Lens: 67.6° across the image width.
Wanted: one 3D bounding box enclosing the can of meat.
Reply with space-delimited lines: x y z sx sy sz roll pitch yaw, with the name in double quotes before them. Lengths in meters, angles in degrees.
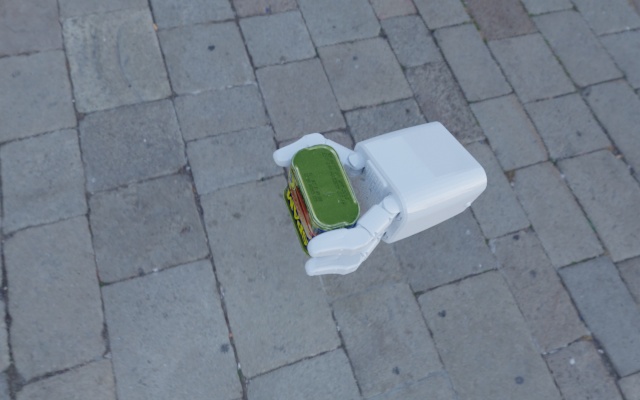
"can of meat" 0.000 0.001 0.518 0.057 0.102 0.084 -15 -22 -15
